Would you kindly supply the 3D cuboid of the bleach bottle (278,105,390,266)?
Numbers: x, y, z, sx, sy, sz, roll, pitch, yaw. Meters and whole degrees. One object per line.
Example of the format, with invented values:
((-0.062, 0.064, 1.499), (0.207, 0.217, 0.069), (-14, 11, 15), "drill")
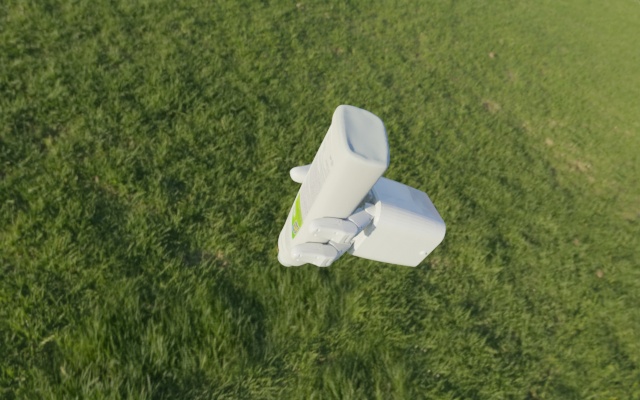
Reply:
((0.000, 0.002, 0.627), (0.068, 0.102, 0.251), (15, -44, -18), "bleach bottle")
